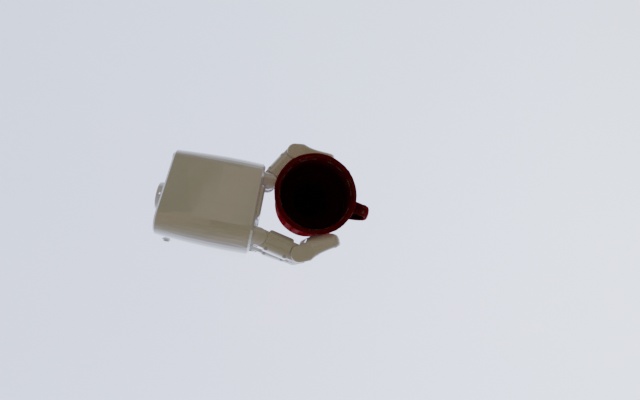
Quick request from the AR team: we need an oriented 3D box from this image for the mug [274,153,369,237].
[{"bbox_3d":[0.001,0.002,0.569,0.117,0.093,0.081,13,-12,-7],"label":"mug"}]
